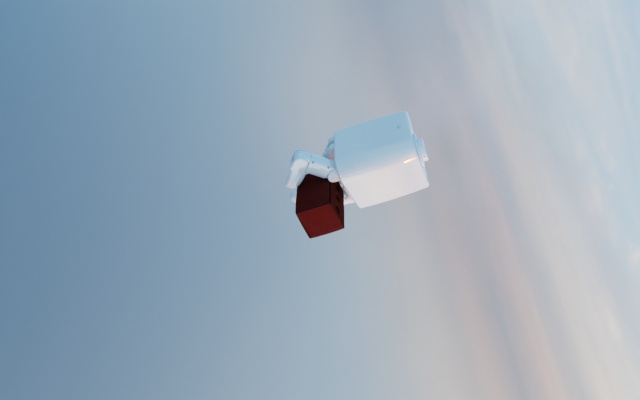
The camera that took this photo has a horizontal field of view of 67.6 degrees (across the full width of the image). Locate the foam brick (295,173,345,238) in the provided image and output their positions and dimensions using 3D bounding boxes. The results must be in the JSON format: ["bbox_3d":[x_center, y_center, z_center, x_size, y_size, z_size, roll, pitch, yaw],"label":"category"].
[{"bbox_3d":[0.000,0.002,0.654,0.051,0.078,0.053,-15,-49,15],"label":"foam brick"}]
